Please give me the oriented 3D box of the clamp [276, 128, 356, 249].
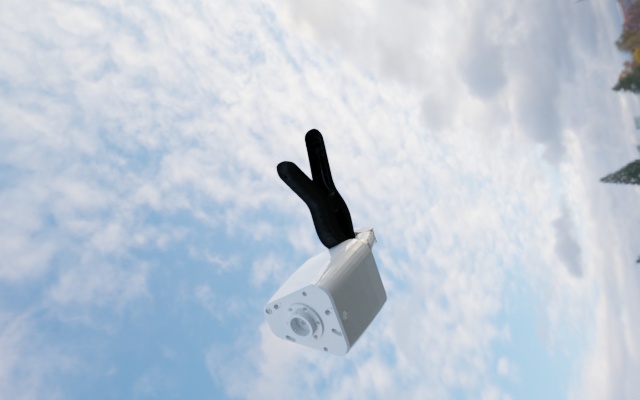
[{"bbox_3d":[0.000,0.002,0.597,0.039,0.171,0.120,-16,13,32],"label":"clamp"}]
